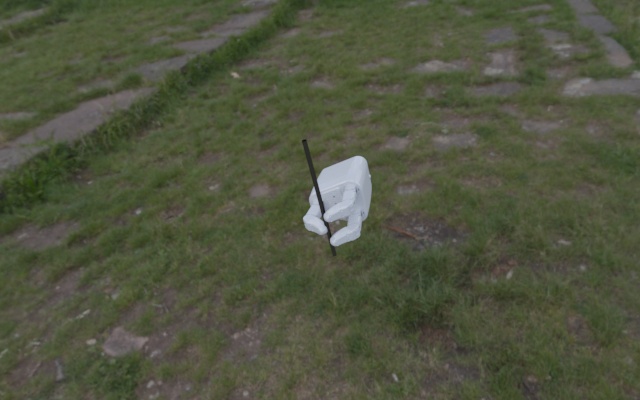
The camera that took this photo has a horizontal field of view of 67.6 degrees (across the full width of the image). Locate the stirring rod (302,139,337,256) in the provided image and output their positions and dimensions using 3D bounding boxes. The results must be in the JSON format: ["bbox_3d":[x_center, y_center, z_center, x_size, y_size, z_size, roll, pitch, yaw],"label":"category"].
[{"bbox_3d":[0.000,0.003,0.833,0.011,0.240,0.011,-11,31,7],"label":"stirring rod"}]
